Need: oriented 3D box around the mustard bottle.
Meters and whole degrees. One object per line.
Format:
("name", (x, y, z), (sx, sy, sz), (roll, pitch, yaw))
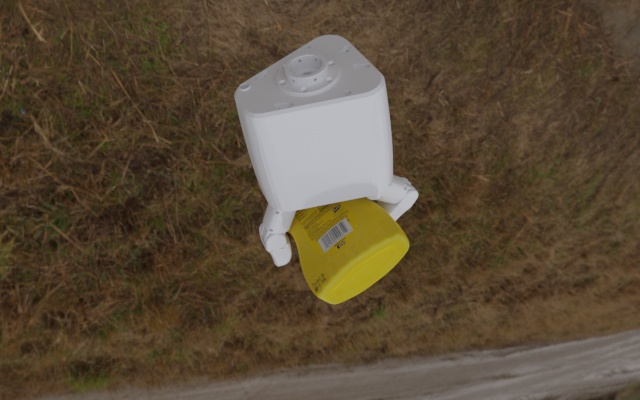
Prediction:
("mustard bottle", (0.000, 0.002, 0.479), (0.096, 0.191, 0.058), (-40, -39, 10))
